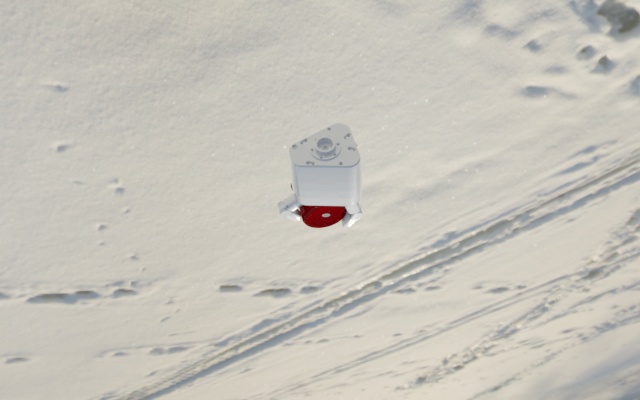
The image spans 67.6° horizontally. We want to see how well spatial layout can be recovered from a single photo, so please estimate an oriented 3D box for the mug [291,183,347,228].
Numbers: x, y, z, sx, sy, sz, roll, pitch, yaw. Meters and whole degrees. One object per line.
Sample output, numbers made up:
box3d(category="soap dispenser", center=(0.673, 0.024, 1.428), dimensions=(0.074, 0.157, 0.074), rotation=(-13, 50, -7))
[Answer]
box3d(category="mug", center=(0.000, 0.004, 0.873), dimensions=(0.093, 0.081, 0.117), rotation=(-13, -33, -4))
